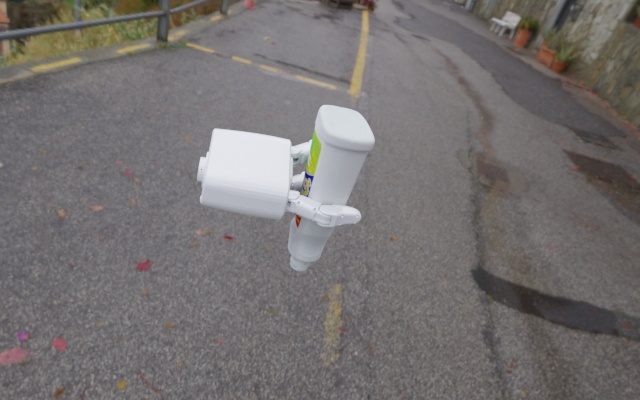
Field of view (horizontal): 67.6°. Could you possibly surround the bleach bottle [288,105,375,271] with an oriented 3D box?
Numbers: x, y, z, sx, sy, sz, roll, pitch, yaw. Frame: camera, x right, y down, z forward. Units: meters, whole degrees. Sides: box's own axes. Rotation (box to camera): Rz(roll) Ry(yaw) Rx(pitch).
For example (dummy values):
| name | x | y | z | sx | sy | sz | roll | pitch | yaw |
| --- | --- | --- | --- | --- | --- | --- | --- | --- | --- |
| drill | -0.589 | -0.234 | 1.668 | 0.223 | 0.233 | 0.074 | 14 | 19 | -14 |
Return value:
| name | x | y | z | sx | sy | sz | roll | pitch | yaw |
| --- | --- | --- | --- | --- | --- | --- | --- | --- | --- |
| bleach bottle | 0.000 | 0.002 | 0.663 | 0.068 | 0.251 | 0.102 | 9 | 32 | -14 |
